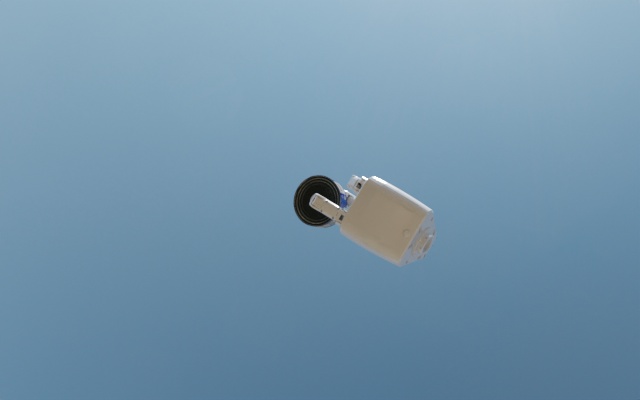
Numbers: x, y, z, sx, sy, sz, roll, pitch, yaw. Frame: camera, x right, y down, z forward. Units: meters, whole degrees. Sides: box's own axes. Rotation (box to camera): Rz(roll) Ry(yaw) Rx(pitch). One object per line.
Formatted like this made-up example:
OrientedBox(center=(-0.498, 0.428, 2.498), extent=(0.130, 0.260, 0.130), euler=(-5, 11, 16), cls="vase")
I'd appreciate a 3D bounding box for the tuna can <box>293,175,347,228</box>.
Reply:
OrientedBox(center=(0.000, 0.003, 0.798), extent=(0.086, 0.086, 0.034), euler=(0, -9, 25), cls="tuna can")
